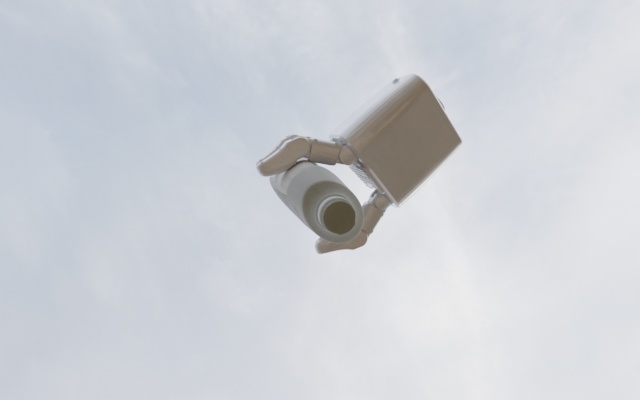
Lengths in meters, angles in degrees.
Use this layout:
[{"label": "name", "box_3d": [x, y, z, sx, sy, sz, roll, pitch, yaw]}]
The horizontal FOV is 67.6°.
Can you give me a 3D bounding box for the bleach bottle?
[{"label": "bleach bottle", "box_3d": [0.000, 0.002, 0.515, 0.102, 0.068, 0.251, 46, -1, -13]}]
